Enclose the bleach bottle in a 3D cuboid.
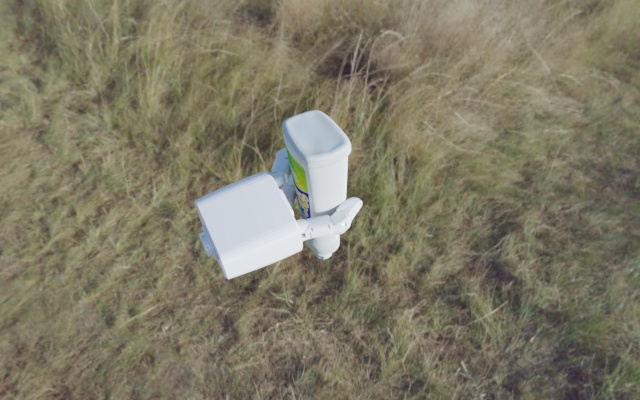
[{"bbox_3d":[0.000,0.002,0.678,0.068,0.251,0.102,-21,48,-15],"label":"bleach bottle"}]
